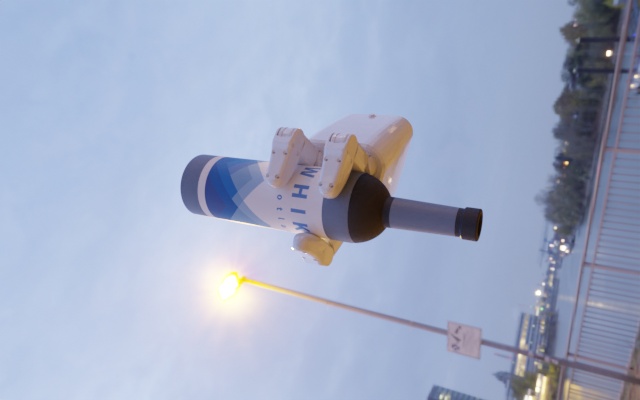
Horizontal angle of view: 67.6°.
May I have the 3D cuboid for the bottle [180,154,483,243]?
[{"bbox_3d":[0.000,0.002,0.455,0.295,0.069,0.069,8,4,27],"label":"bottle"}]
